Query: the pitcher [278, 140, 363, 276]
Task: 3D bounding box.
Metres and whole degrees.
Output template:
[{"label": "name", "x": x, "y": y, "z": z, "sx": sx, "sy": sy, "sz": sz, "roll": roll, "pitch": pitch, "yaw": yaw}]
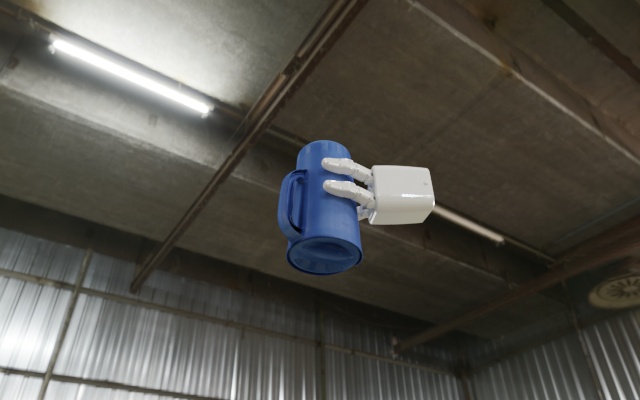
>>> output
[{"label": "pitcher", "x": 0.000, "y": 0.003, "z": 0.887, "sx": 0.145, "sy": 0.242, "sz": 0.149, "roll": 0, "pitch": -37, "yaw": -1}]
